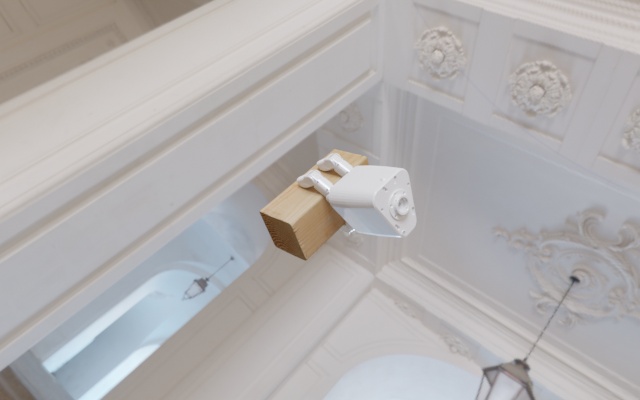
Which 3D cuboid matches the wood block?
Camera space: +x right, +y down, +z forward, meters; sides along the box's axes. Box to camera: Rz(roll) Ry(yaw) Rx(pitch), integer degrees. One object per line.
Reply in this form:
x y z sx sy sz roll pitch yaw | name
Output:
0.001 0.003 0.888 0.090 0.091 0.206 19 49 43 | wood block
